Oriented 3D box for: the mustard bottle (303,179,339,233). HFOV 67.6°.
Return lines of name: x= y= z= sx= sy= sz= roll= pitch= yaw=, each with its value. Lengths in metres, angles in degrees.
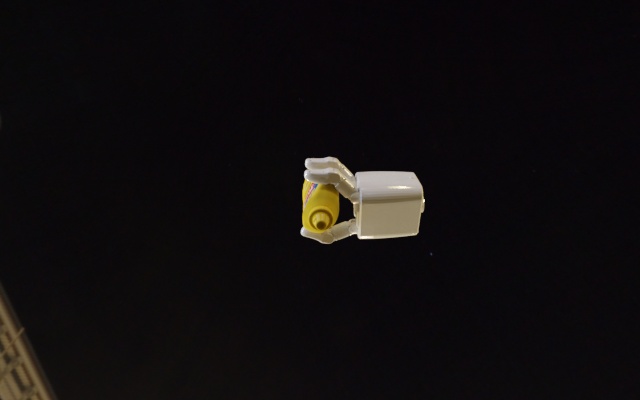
mustard bottle: x=0.000 y=0.003 z=0.835 sx=0.058 sy=0.096 sz=0.191 roll=20 pitch=21 yaw=-10
